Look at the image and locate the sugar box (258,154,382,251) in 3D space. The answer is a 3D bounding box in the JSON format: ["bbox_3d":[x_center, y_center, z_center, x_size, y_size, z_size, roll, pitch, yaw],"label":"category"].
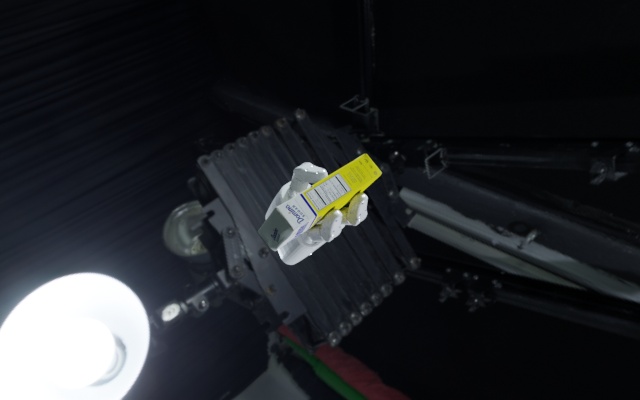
[{"bbox_3d":[0.000,0.003,0.689,0.176,0.048,0.093,-35,-6,-31],"label":"sugar box"}]
